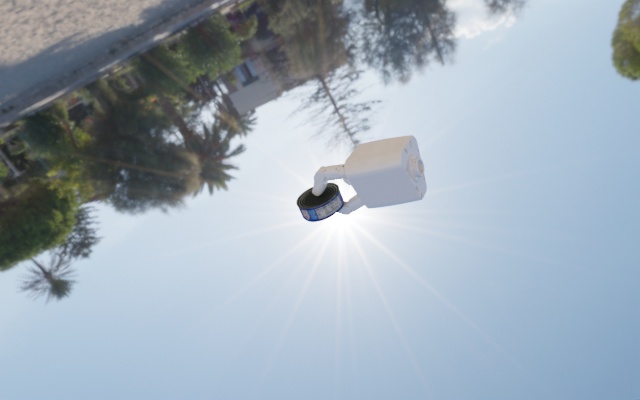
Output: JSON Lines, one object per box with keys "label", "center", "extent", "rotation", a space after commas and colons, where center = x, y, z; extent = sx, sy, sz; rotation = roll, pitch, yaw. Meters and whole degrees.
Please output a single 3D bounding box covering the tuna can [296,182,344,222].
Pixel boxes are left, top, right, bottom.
{"label": "tuna can", "center": [0.000, 0.003, 0.892], "extent": [0.086, 0.034, 0.086], "rotation": [-19, 27, 10]}
